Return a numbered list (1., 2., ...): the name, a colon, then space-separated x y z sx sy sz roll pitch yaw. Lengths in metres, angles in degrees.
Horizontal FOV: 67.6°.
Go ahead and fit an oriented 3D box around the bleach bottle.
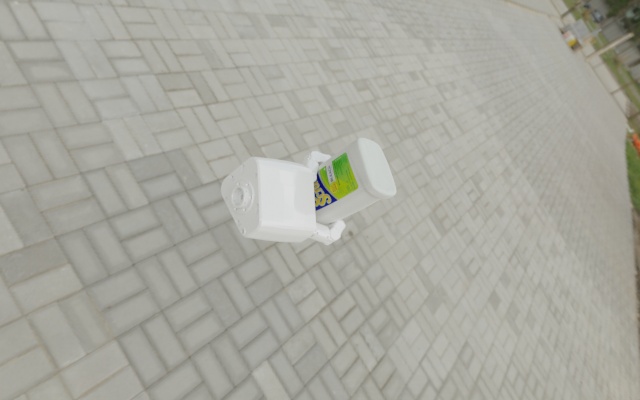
1. bleach bottle: 0.000 0.002 0.781 0.068 0.102 0.251 10 -34 -45
